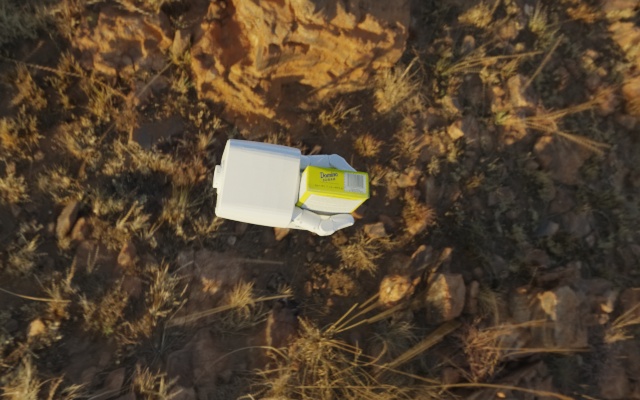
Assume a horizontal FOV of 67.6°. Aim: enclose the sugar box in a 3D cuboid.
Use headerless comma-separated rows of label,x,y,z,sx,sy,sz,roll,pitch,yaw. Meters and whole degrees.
sugar box,0.000,0.002,0.740,0.093,0.048,0.176,7,-19,-16
